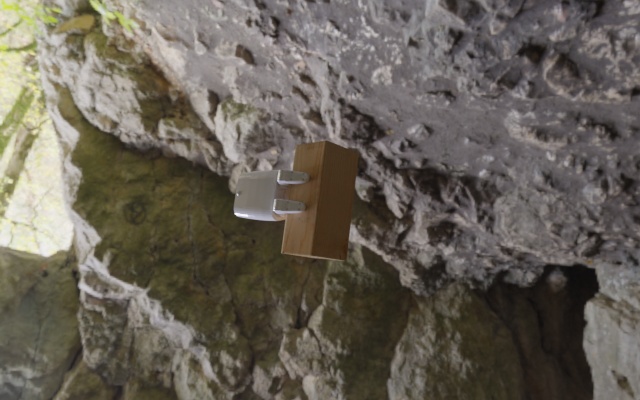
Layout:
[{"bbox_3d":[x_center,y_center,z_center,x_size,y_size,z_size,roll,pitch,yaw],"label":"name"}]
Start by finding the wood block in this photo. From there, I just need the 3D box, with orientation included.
[{"bbox_3d":[0.000,0.003,0.892,0.091,0.206,0.090,15,-11,-43],"label":"wood block"}]
